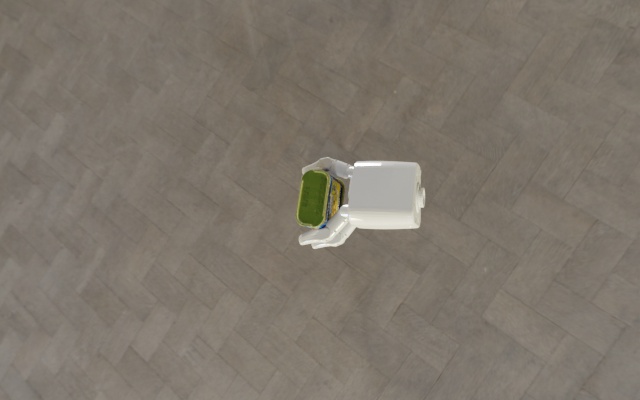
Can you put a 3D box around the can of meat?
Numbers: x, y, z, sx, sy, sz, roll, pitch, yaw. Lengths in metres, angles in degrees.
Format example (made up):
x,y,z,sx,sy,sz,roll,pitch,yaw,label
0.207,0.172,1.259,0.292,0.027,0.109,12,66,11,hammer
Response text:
x,y,z,sx,sy,sz,roll,pitch,yaw,label
0.000,0.003,0.820,0.057,0.102,0.084,5,-7,19,can of meat
